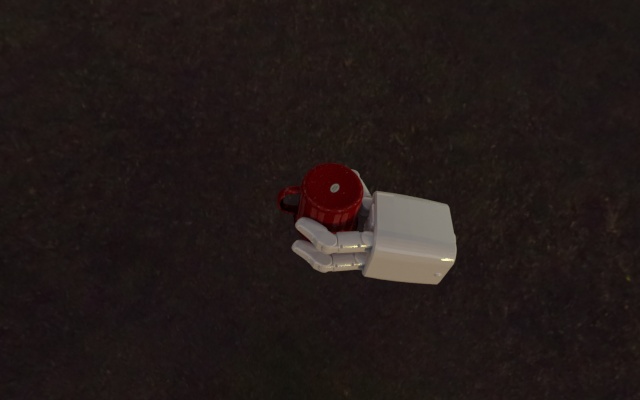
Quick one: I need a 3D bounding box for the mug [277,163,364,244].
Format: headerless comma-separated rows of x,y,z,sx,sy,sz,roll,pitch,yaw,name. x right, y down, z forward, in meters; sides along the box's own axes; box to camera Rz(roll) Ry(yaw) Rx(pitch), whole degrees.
-0.001,0.002,0.642,0.117,0.093,0.082,8,-35,-3,mug
